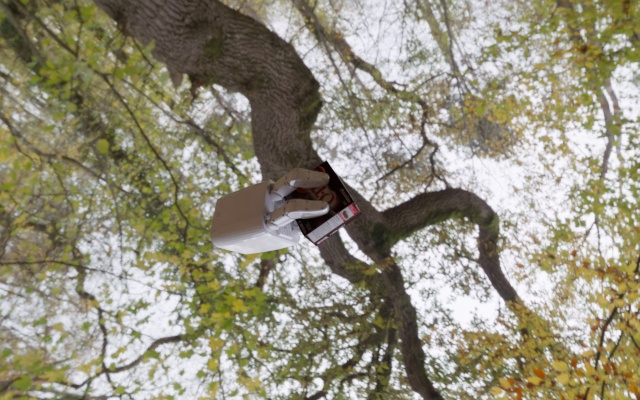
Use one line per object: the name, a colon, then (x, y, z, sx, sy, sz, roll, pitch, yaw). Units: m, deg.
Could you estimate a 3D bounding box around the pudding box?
pudding box: (0.000, 0.003, 0.730, 0.090, 0.113, 0.039, -36, -44, 5)
